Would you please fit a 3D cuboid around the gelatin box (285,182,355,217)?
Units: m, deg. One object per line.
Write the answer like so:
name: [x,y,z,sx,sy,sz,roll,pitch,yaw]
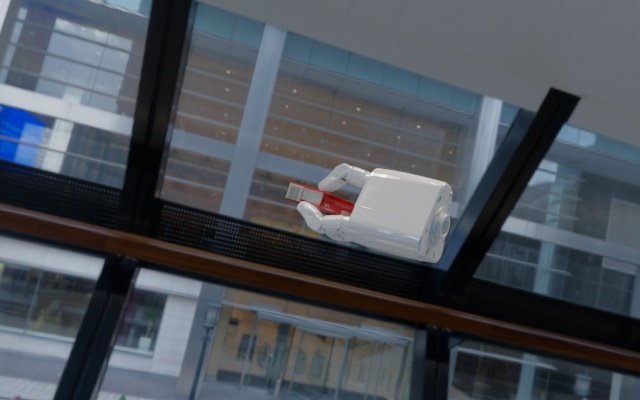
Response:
gelatin box: [0.000,0.002,0.747,0.073,0.030,0.089,22,-3,-43]
